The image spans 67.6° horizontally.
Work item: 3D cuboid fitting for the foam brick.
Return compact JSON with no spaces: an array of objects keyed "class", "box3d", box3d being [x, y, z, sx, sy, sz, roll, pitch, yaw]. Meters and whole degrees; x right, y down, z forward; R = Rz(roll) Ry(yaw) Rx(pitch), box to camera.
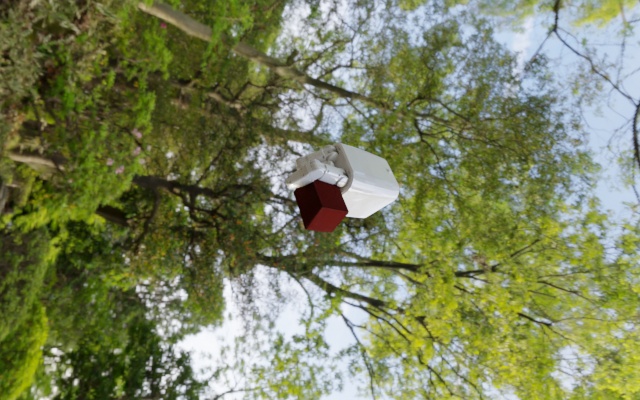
[{"class":"foam brick","box3d":[0.000,0.003,0.731,0.051,0.078,0.053,13,-49,-34]}]
